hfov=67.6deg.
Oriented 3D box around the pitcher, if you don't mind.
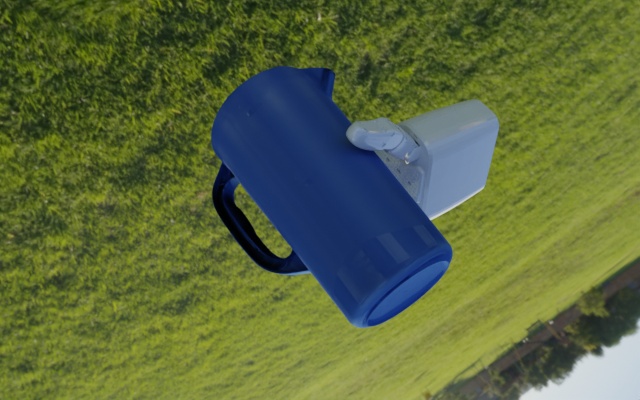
[{"bbox_3d":[0.000,0.001,0.458,0.145,0.242,0.149,-22,-31,-27],"label":"pitcher"}]
